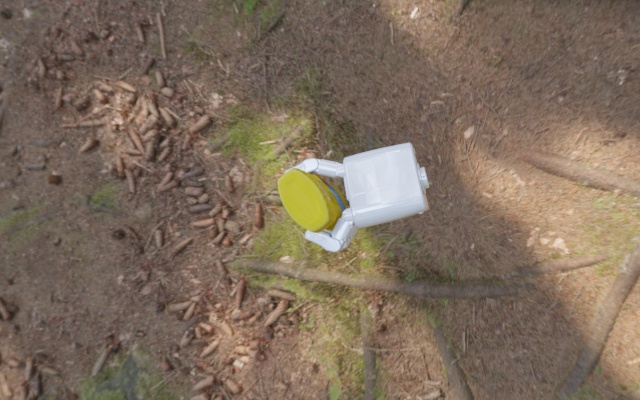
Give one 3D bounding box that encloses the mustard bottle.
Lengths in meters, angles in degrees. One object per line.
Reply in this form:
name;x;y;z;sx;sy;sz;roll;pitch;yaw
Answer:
mustard bottle;0.000;0.003;0.751;0.058;0.096;0.191;-39;-11;11
